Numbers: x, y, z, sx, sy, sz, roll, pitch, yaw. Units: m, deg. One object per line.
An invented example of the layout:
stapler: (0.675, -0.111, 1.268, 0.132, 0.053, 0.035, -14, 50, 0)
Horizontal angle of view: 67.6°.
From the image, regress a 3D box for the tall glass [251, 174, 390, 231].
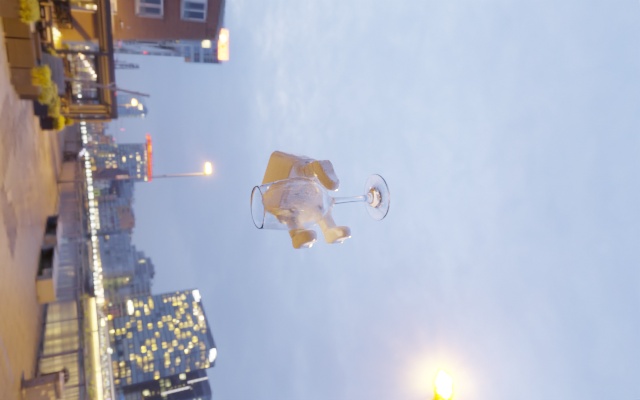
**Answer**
tall glass: (0.001, 0.002, 0.715, 0.201, 0.079, 0.079, -5, 2, -26)
